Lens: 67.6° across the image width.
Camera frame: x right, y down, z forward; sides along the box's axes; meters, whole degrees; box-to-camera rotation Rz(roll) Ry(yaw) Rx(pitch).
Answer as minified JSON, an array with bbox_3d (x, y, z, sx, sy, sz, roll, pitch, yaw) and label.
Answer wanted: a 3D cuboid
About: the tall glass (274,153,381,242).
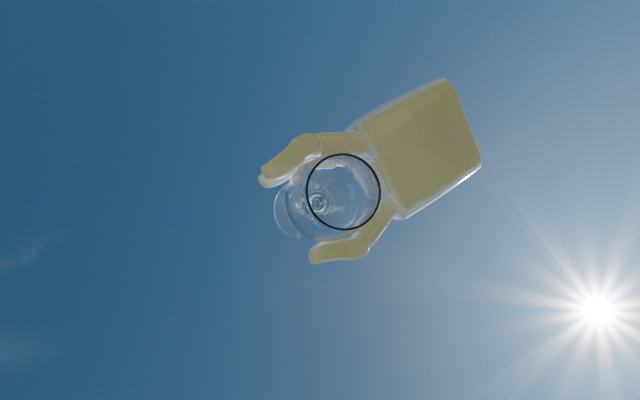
[{"bbox_3d":[0.000,0.002,0.473,0.079,0.079,0.201,0,-5,-11],"label":"tall glass"}]
